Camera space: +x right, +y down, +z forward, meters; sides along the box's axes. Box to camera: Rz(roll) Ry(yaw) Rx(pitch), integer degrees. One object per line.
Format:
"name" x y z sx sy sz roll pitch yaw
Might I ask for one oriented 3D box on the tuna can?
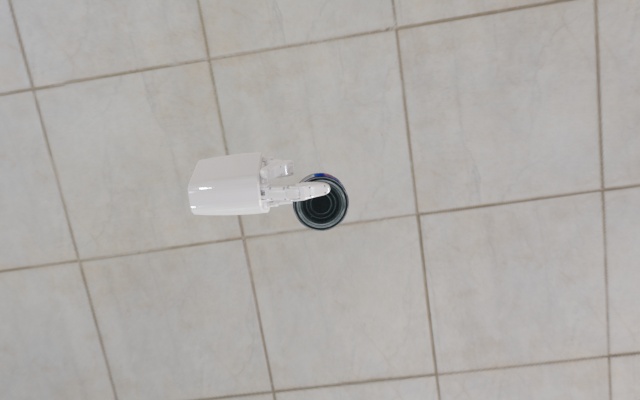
"tuna can" 0.000 0.002 0.726 0.086 0.086 0.033 0 11 -3
